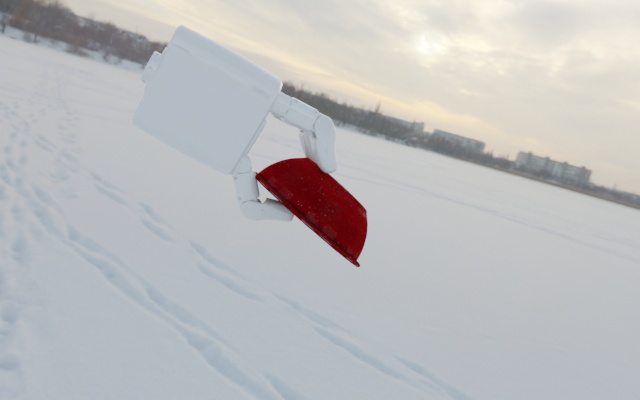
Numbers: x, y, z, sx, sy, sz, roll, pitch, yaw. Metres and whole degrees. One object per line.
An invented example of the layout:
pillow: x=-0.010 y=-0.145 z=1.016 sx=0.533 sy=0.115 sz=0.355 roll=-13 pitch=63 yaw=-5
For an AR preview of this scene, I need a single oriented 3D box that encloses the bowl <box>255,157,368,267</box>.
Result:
bowl: x=0.001 y=0.002 z=0.538 sx=0.162 sy=0.055 sz=0.162 roll=42 pitch=-1 yaw=1
